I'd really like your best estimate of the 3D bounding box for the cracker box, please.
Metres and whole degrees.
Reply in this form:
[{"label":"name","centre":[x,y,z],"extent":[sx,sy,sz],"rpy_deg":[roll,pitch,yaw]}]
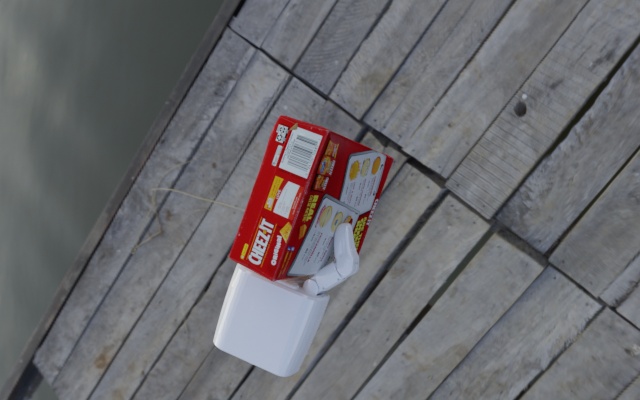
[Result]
[{"label":"cracker box","centre":[0.000,0.002,0.576],"extent":[0.072,0.164,0.214],"rpy_deg":[23,7,25]}]
